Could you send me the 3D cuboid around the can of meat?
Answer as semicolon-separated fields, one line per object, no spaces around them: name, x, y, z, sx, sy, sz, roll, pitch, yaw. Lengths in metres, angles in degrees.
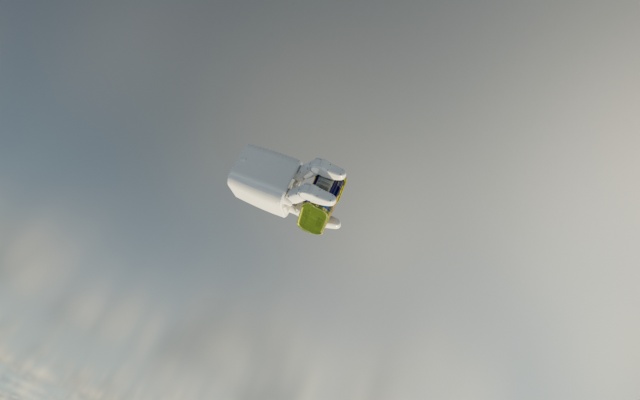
can of meat;0.000;0.003;0.847;0.057;0.084;0.102;24;-31;3
